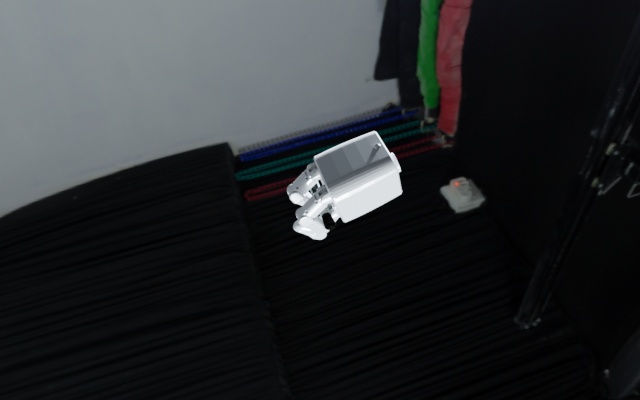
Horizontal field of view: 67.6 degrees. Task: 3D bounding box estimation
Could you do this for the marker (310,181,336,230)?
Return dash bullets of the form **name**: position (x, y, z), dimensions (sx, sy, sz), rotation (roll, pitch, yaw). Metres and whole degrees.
- **marker**: position (0.000, 0.003, 0.779), dimensions (0.020, 0.020, 0.121), rotation (0, 42, -22)
